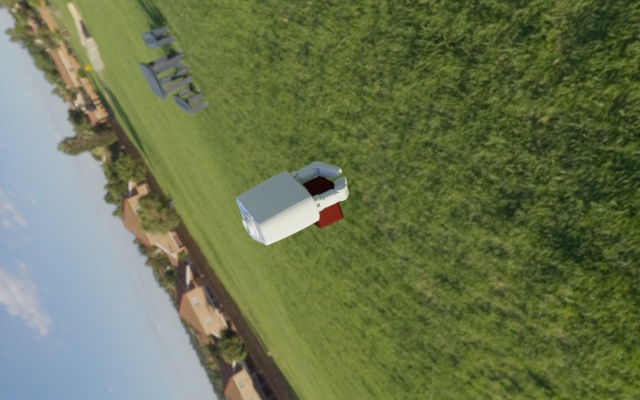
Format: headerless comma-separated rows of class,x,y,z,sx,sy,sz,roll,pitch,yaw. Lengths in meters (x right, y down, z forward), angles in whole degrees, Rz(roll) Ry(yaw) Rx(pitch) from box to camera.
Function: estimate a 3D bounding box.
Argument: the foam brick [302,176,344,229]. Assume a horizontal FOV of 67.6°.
foam brick,0.000,0.003,0.879,0.051,0.078,0.053,-28,29,-19
